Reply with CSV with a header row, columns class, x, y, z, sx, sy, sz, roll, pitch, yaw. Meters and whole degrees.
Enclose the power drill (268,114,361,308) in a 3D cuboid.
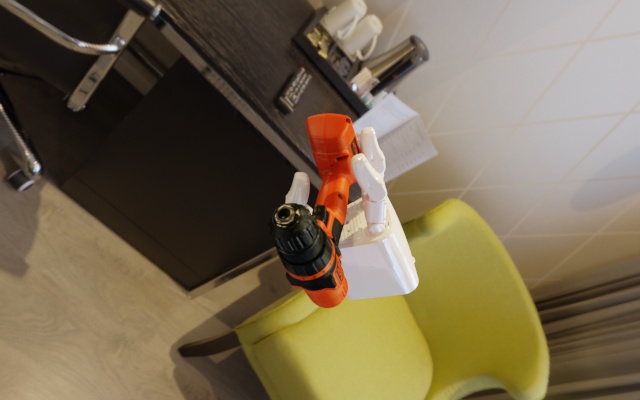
class,x,y,z,sx,sy,sz,roll,pitch,yaw
power drill,0.000,0.001,0.508,0.057,0.187,0.185,3,-31,15
